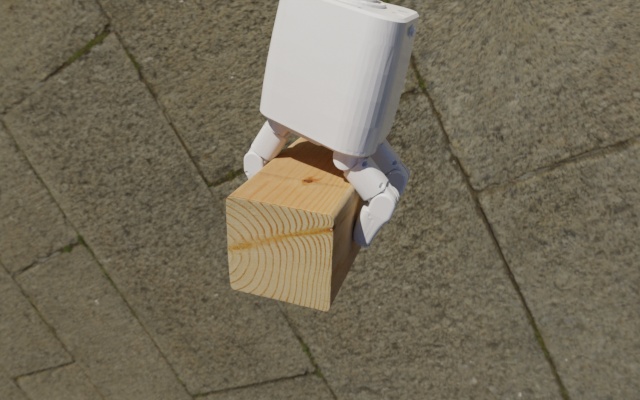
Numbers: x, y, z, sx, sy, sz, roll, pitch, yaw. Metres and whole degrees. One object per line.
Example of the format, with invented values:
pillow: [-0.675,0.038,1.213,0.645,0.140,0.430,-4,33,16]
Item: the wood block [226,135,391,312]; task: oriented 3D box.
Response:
wood block: [0.000,0.001,0.461,0.091,0.090,0.206,10,27,16]
